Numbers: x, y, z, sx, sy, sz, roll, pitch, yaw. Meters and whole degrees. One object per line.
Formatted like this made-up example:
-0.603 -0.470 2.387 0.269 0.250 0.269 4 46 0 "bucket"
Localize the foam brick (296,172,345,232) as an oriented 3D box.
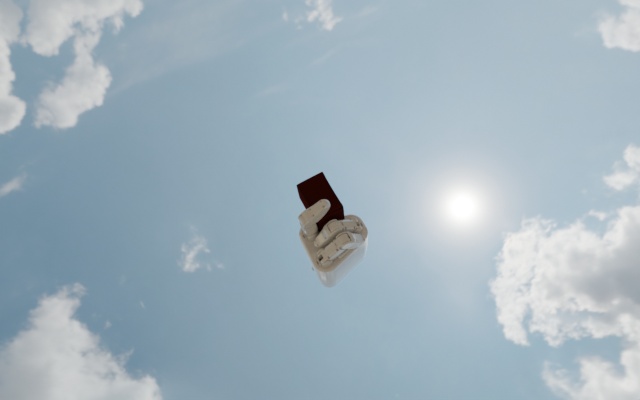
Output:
0.000 0.002 0.814 0.053 0.078 0.051 -26 -26 -7 "foam brick"
